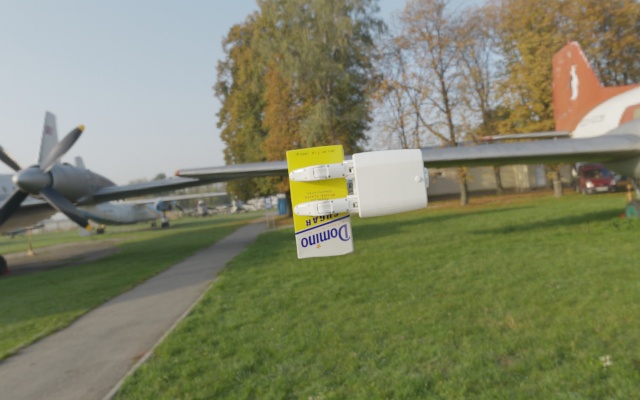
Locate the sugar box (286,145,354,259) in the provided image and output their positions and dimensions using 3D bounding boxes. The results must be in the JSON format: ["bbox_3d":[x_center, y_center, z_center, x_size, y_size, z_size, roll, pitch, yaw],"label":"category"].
[{"bbox_3d":[0.000,0.002,0.779,0.093,0.176,0.048,-7,1,3],"label":"sugar box"}]
